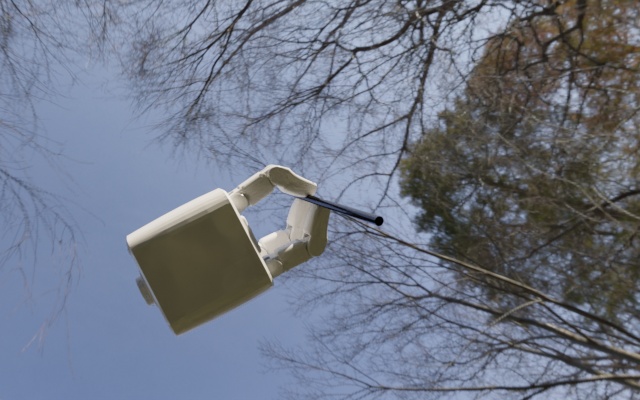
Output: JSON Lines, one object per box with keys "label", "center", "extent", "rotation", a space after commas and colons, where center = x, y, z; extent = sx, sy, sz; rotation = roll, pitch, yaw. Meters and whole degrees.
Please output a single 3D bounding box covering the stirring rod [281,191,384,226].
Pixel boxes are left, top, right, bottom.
{"label": "stirring rod", "center": [0.000, 0.002, 0.484], "extent": [0.011, 0.011, 0.239], "rotation": [0, 7, -23]}
